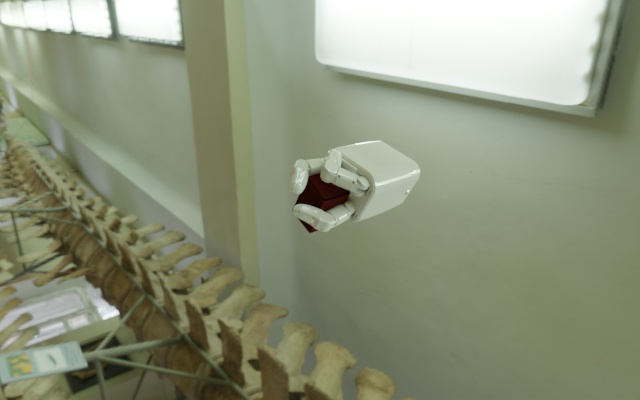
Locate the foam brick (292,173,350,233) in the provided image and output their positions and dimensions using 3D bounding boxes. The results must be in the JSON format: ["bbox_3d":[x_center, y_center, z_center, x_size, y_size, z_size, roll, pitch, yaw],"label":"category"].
[{"bbox_3d":[0.000,0.003,0.732,0.051,0.053,0.078,-17,-32,-36],"label":"foam brick"}]
